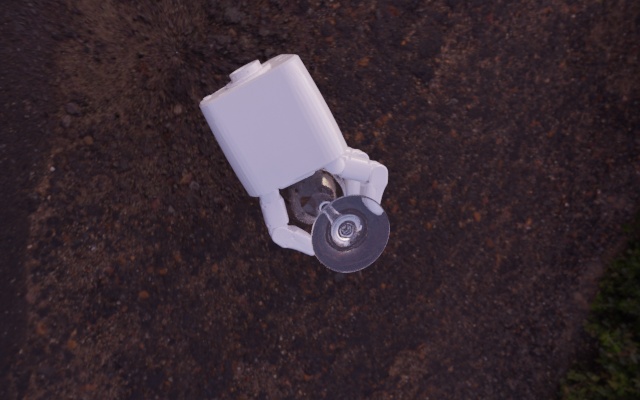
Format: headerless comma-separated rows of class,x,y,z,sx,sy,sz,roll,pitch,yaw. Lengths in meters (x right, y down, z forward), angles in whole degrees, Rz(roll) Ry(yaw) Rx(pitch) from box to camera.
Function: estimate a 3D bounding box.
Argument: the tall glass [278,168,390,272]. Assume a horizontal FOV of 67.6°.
tall glass,0.000,0.002,0.517,0.079,0.079,0.201,0,16,-17
